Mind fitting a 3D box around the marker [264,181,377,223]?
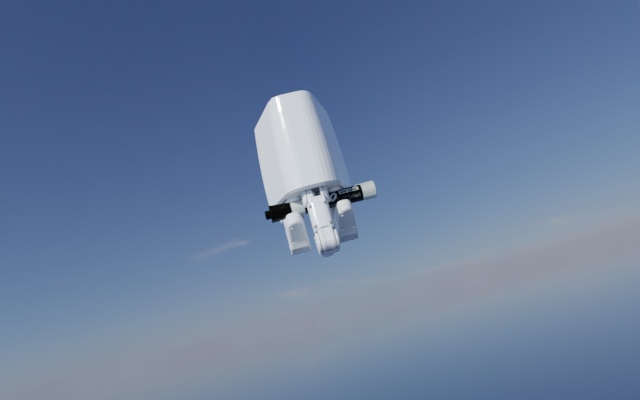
[{"bbox_3d":[0.000,0.002,0.510,0.121,0.020,0.020,-14,1,-5],"label":"marker"}]
